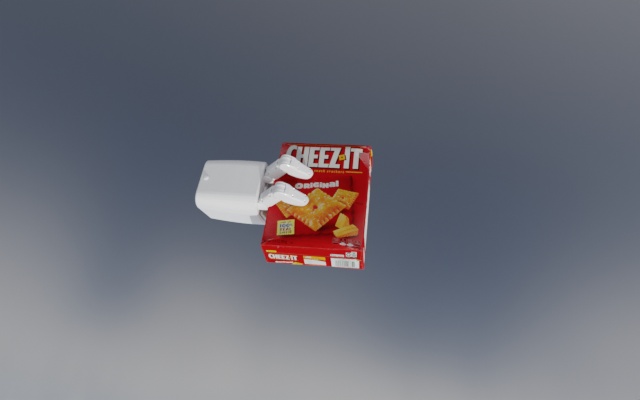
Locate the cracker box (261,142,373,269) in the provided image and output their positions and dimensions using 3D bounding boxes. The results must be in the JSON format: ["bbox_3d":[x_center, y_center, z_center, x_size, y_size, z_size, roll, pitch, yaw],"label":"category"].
[{"bbox_3d":[0.000,0.003,0.812,0.164,0.213,0.072,3,-33,7],"label":"cracker box"}]
